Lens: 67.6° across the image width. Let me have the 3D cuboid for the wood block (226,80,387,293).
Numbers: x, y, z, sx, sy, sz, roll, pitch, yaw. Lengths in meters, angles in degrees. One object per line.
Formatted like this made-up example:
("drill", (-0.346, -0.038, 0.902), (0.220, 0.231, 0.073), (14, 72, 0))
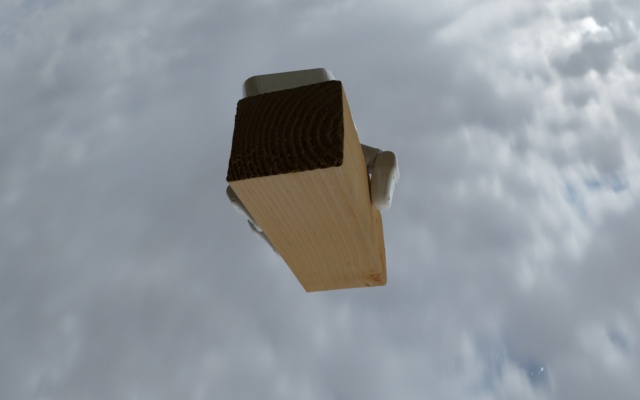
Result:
("wood block", (0.000, 0.001, 0.444), (0.091, 0.090, 0.206), (-8, -35, 13))
